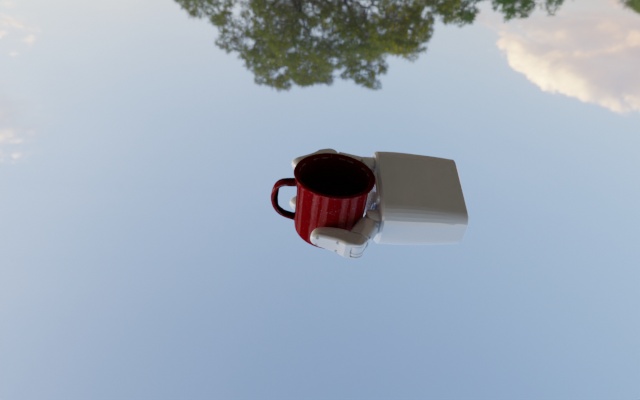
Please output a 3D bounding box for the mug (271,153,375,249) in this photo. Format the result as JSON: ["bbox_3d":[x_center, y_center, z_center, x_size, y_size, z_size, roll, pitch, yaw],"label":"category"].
[{"bbox_3d":[-0.001,0.002,0.561,0.117,0.082,0.093,3,37,-6],"label":"mug"}]
